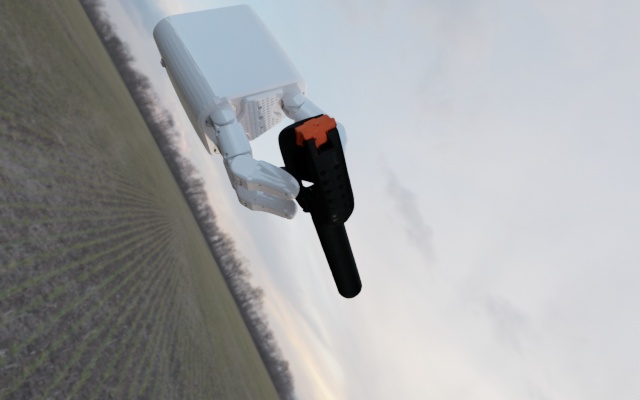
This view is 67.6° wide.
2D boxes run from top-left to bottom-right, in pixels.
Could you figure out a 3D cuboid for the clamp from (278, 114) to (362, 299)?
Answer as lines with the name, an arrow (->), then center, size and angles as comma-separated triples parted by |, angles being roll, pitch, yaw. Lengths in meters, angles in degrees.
clamp -> 0.001, 0.001, 0.426 | 0.036, 0.164, 0.210 | -28, -16, -14
